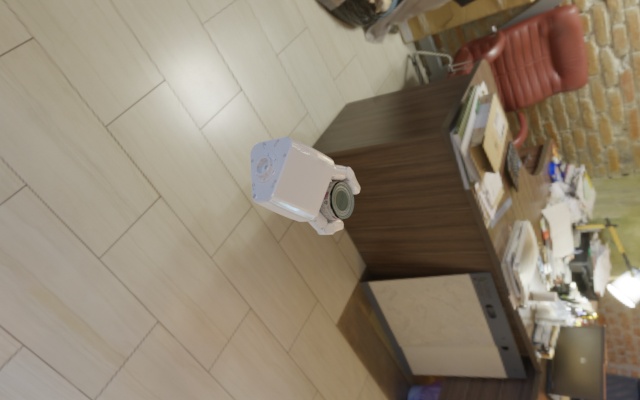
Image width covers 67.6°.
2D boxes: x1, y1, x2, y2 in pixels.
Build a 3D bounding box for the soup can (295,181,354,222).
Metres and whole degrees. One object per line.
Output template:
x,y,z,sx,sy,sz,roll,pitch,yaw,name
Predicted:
0.001,0.003,0.852,0.102,0.068,0.068,-5,-3,39,soup can
